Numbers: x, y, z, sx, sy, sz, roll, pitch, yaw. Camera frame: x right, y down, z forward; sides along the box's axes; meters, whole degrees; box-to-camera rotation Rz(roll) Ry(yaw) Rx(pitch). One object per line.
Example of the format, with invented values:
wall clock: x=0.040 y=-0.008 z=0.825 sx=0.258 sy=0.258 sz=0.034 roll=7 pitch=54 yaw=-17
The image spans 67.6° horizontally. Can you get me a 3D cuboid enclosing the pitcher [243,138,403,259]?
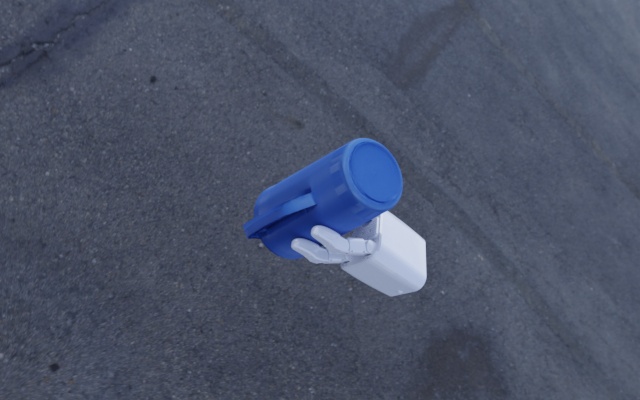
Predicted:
pitcher: x=0.000 y=0.002 z=0.730 sx=0.145 sy=0.149 sz=0.243 roll=35 pitch=-36 yaw=-20
